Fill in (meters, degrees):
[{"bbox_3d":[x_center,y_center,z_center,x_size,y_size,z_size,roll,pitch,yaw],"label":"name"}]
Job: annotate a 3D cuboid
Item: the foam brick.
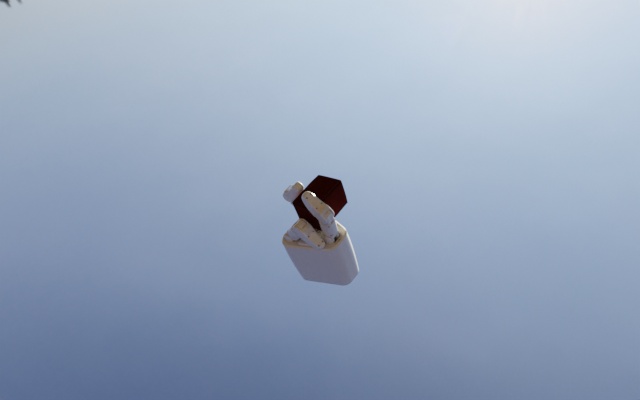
[{"bbox_3d":[0.000,0.002,0.816,0.053,0.051,0.078,19,54,39],"label":"foam brick"}]
